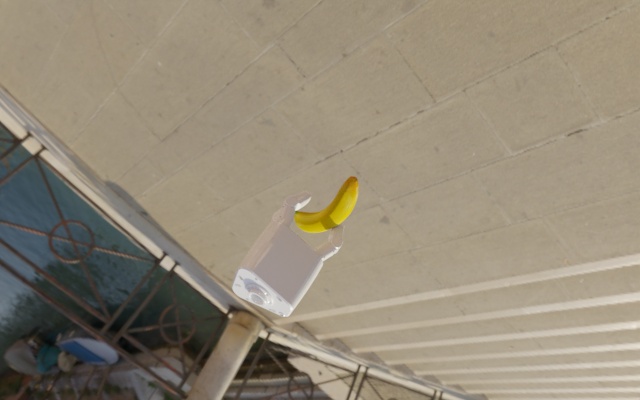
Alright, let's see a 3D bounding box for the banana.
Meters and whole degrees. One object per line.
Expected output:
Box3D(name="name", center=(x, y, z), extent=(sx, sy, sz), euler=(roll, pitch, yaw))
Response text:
Box3D(name="banana", center=(0.009, 0.018, 0.842), extent=(0.198, 0.069, 0.037), euler=(-25, 19, 46))
